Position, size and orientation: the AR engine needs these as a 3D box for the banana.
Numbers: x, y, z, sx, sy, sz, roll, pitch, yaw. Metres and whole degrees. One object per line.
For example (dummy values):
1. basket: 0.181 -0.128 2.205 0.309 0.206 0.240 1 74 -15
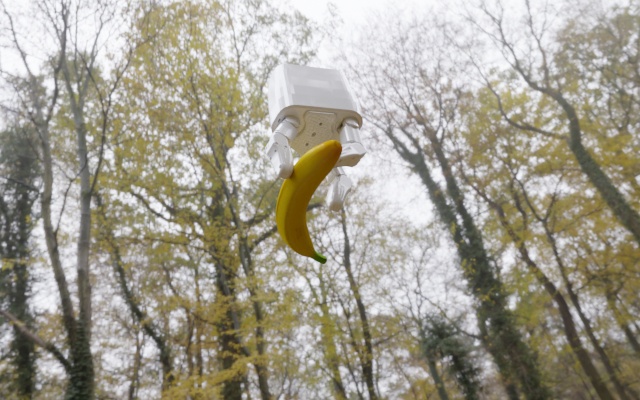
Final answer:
1. banana: -0.019 0.004 0.573 0.069 0.037 0.198 0 -45 -6
